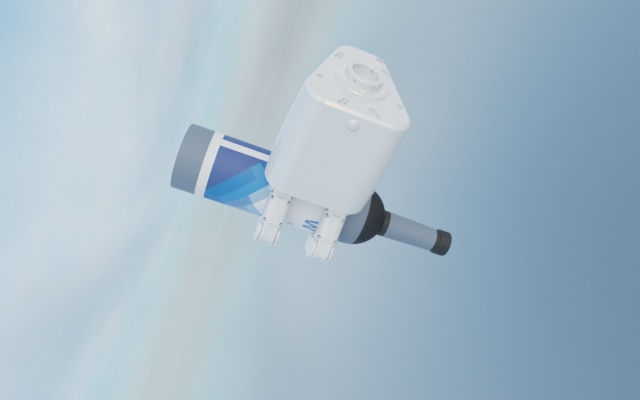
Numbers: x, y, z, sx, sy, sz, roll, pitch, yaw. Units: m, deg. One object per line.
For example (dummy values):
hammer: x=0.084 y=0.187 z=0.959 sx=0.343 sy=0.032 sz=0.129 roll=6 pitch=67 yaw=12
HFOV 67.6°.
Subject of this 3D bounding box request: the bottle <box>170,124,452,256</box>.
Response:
bottle: x=0.000 y=0.002 z=0.498 sx=0.296 sy=0.069 sz=0.069 roll=19 pitch=-4 yaw=-10
